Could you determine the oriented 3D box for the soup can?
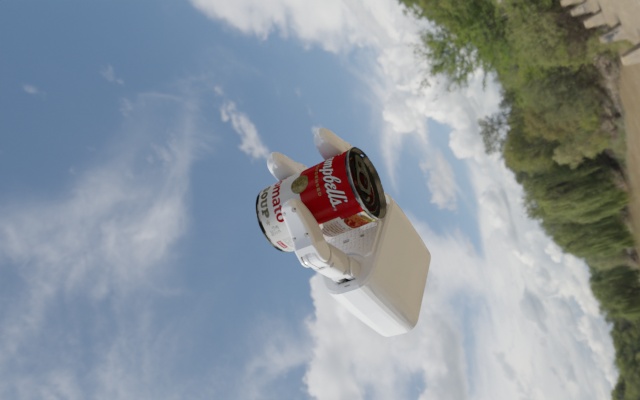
[{"bbox_3d":[0.000,0.001,0.439,0.102,0.068,0.068,-22,-10,26],"label":"soup can"}]
